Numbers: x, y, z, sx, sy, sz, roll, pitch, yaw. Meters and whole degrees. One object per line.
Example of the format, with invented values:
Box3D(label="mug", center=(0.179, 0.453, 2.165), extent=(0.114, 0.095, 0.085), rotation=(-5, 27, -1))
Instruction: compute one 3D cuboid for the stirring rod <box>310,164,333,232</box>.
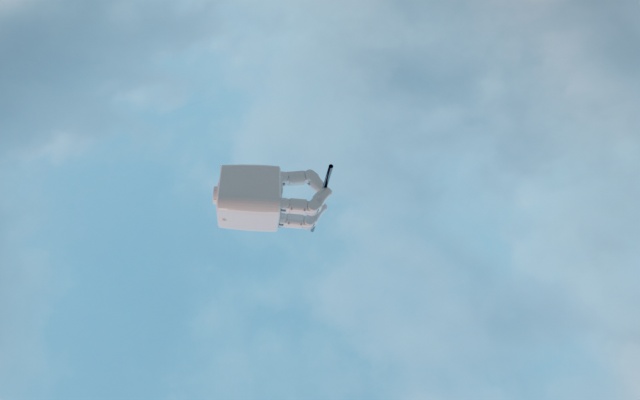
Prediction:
Box3D(label="stirring rod", center=(0.000, 0.003, 0.882), extent=(0.011, 0.011, 0.240), rotation=(0, -29, -9))
